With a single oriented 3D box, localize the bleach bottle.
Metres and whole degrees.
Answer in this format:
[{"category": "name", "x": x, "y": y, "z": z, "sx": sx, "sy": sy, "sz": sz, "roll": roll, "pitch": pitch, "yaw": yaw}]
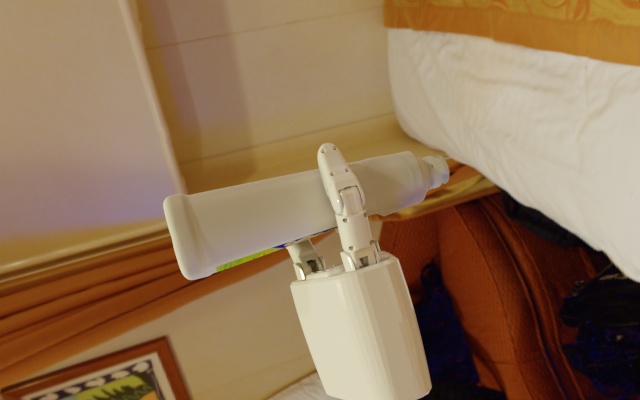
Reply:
[{"category": "bleach bottle", "x": 0.000, "y": 0.001, "z": 0.419, "sx": 0.251, "sy": 0.068, "sz": 0.102, "roll": -16, "pitch": -5, "yaw": -13}]
